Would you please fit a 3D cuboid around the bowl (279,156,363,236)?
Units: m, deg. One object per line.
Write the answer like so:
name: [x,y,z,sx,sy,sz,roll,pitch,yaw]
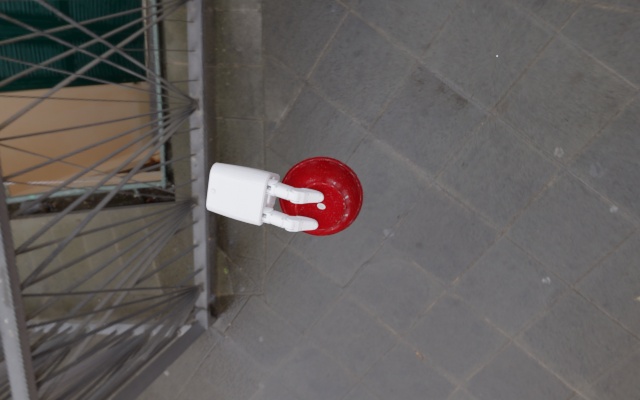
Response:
bowl: [0.001,0.003,0.887,0.162,0.162,0.055,0,21,2]
